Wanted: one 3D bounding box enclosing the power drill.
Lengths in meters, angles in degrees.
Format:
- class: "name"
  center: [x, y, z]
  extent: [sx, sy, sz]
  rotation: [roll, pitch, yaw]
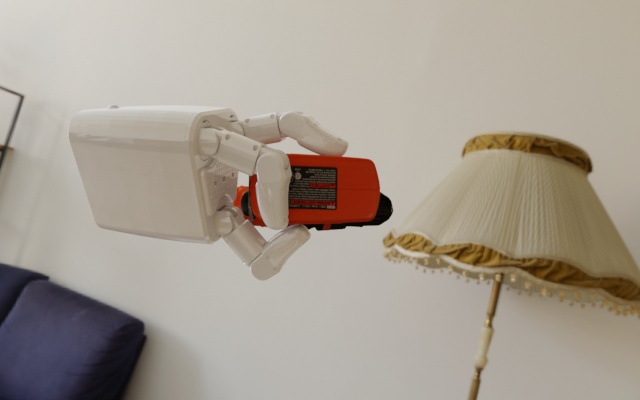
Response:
- class: "power drill"
  center: [0.000, 0.001, 0.470]
  extent: [0.184, 0.057, 0.188]
  rotation: [-1, -8, -8]
